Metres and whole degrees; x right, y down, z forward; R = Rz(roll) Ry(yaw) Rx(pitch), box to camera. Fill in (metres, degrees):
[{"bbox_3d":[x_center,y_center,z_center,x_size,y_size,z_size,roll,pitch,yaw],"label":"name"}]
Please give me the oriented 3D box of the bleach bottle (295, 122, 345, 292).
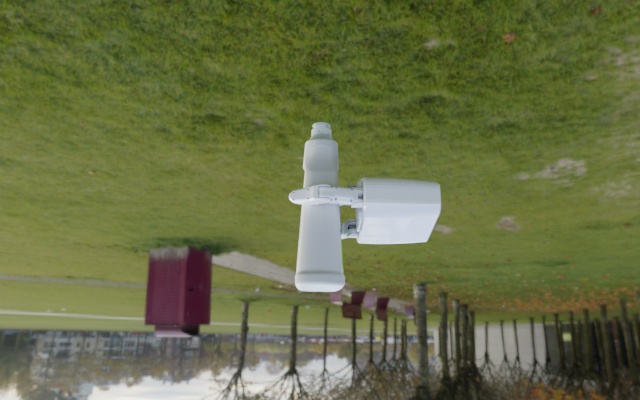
[{"bbox_3d":[0.000,0.002,0.697,0.068,0.250,0.102,1,-16,-2],"label":"bleach bottle"}]
